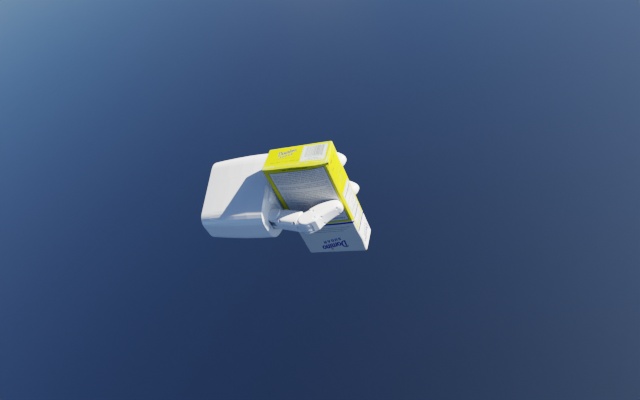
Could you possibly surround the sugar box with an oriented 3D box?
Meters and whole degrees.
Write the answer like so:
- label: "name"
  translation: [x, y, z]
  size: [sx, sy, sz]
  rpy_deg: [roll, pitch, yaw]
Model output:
- label: "sugar box"
  translation: [0.000, 0.002, 0.660]
  size: [0.093, 0.048, 0.176]
  rpy_deg: [-5, -42, 23]
